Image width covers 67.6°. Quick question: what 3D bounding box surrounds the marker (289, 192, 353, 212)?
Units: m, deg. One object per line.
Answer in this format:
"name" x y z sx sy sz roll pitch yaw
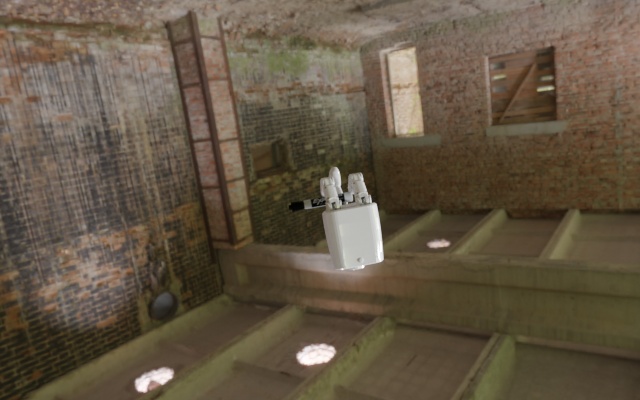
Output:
"marker" 0.000 0.003 0.897 0.121 0.020 0.020 -10 1 -8
